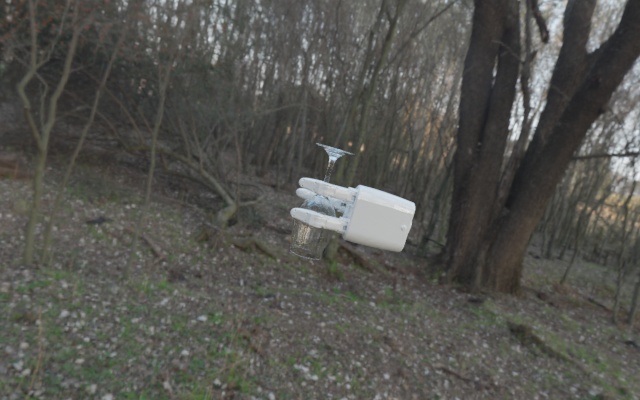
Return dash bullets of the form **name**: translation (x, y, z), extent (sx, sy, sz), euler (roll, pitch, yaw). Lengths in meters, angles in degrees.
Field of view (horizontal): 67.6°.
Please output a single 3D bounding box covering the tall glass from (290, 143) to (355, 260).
- **tall glass**: translation (0.000, 0.002, 0.864), extent (0.079, 0.201, 0.079), euler (16, 6, -2)
